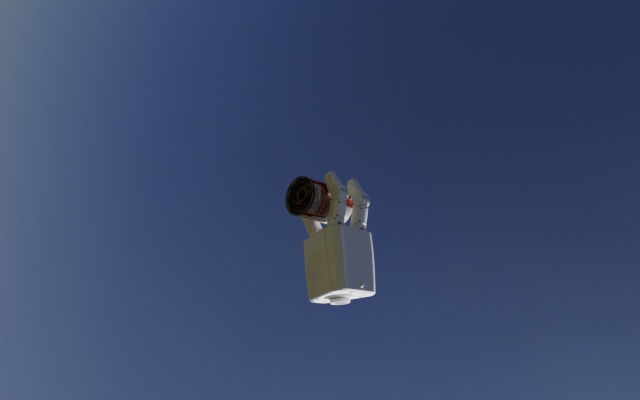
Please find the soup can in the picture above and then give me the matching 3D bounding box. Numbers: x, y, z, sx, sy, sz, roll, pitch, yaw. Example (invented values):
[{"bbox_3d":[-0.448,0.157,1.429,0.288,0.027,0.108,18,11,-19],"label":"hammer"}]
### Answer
[{"bbox_3d":[0.000,0.002,0.823,0.102,0.068,0.068,16,-11,-42],"label":"soup can"}]
